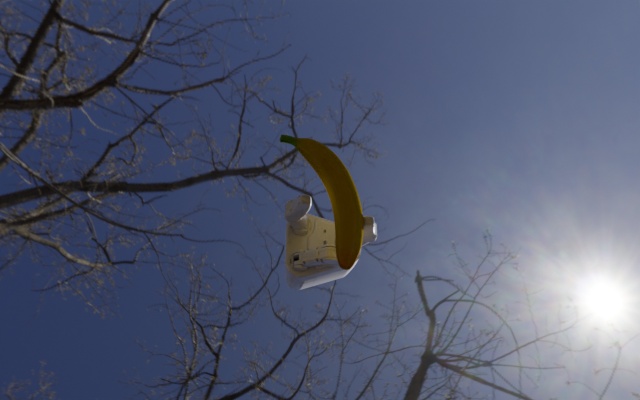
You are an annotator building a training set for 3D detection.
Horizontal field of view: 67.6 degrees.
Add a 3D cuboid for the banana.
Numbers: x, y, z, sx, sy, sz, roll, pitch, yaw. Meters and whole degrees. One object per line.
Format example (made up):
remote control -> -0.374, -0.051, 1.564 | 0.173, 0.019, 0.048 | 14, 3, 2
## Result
banana -> 0.015, -0.008, 0.619 | 0.069, 0.197, 0.037 | -22, -19, -15
